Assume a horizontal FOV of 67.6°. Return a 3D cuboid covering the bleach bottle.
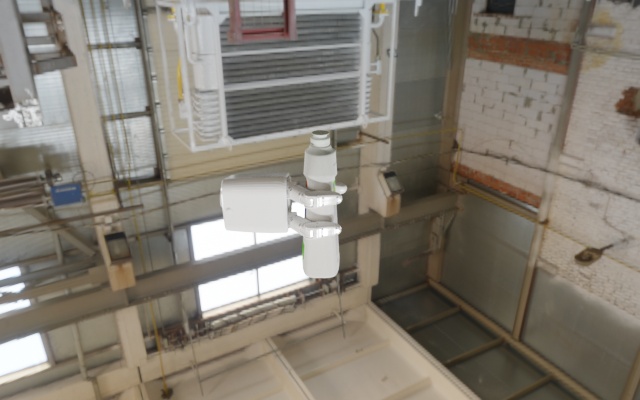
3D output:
[{"bbox_3d":[0.000,0.003,0.815,0.068,0.251,0.102,0,25,0],"label":"bleach bottle"}]
